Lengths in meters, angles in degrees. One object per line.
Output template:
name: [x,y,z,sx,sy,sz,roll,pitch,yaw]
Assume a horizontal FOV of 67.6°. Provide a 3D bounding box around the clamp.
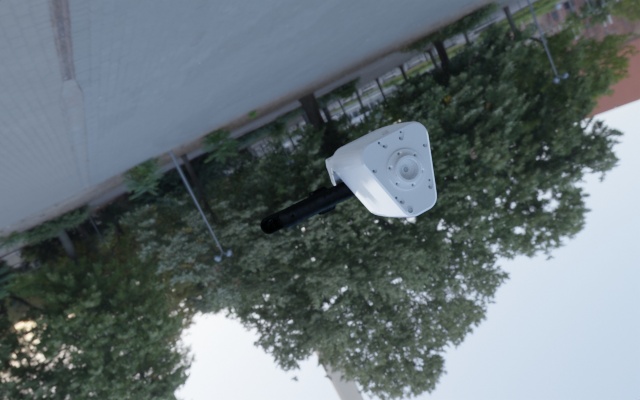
clamp: [0.000,0.003,0.662,0.171,0.039,0.120,-27,7,-12]
